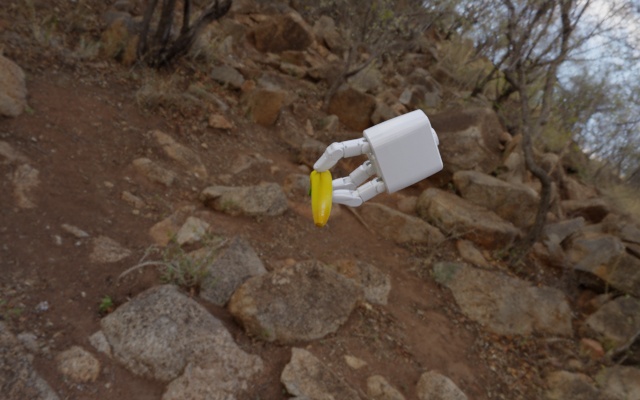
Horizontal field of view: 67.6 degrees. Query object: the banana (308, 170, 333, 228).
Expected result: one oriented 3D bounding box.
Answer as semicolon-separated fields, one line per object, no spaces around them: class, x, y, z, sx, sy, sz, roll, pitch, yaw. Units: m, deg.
banana;0.001;-0.016;0.820;0.037;0.070;0.197;3;16;-4
